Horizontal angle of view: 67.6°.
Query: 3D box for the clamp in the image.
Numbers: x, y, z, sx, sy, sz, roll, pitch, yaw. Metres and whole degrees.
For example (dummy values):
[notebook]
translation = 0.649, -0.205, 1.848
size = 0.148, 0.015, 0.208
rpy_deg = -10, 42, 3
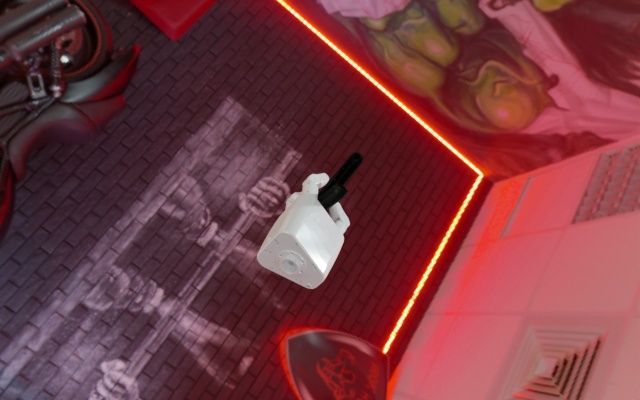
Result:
[clamp]
translation = 0.000, 0.004, 0.874
size = 0.210, 0.036, 0.164
rpy_deg = -45, 7, 35
